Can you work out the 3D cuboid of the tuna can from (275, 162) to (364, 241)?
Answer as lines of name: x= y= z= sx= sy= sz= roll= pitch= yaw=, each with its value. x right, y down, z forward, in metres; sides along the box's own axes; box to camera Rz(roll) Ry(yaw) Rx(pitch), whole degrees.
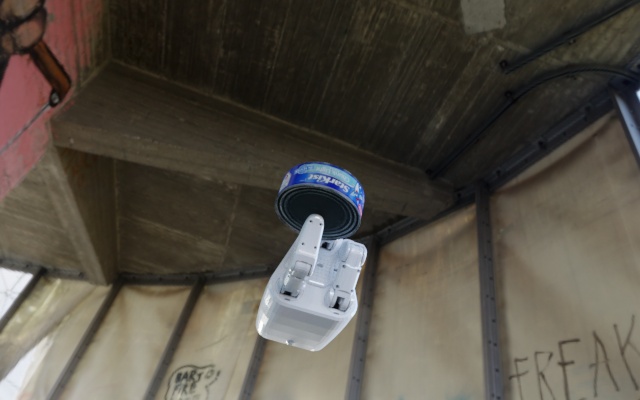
tuna can: x=0.000 y=0.001 z=0.475 sx=0.086 sy=0.033 sz=0.086 roll=10 pitch=-38 yaw=8
